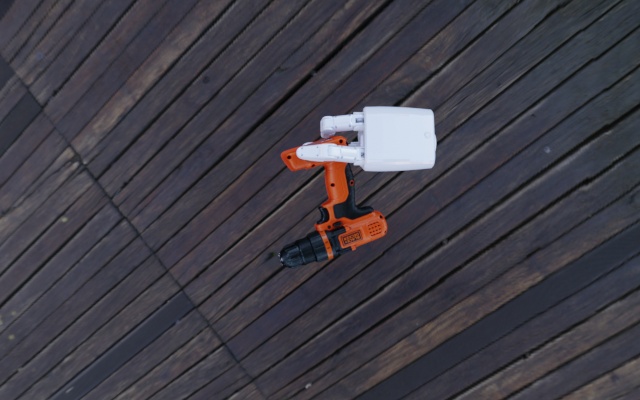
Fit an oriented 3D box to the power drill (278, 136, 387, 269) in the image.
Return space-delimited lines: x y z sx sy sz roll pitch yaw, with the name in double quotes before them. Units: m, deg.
"power drill" 0.000 0.002 0.763 0.184 0.188 0.057 -20 14 -10
